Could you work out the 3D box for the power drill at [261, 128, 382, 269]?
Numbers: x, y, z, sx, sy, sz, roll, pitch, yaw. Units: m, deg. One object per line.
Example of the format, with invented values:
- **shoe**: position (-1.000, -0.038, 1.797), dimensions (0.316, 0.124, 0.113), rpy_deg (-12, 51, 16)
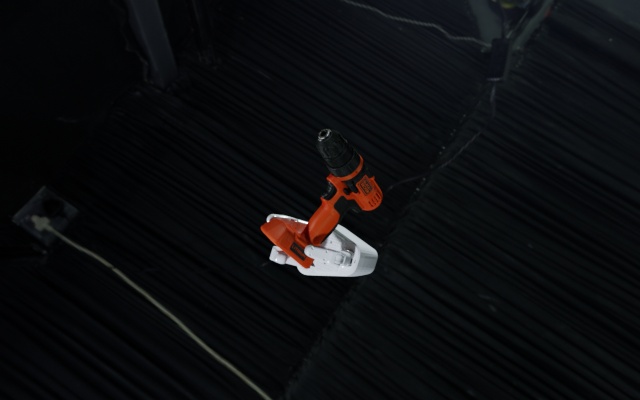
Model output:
- **power drill**: position (0.000, 0.003, 0.736), dimensions (0.057, 0.187, 0.184), rpy_deg (41, -6, 46)
